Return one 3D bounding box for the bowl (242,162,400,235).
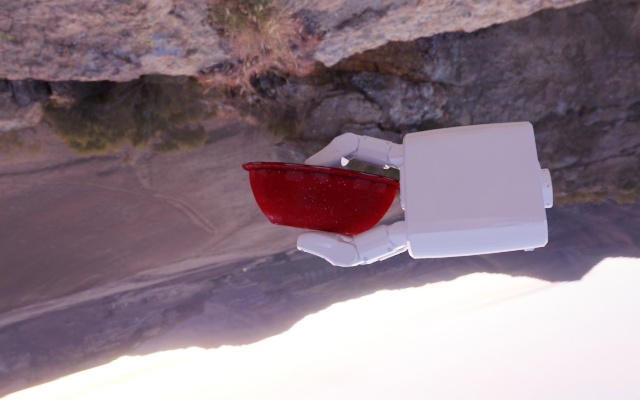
[{"bbox_3d":[-0.001,0.002,0.472,0.162,0.055,0.162,7,-2,0],"label":"bowl"}]
